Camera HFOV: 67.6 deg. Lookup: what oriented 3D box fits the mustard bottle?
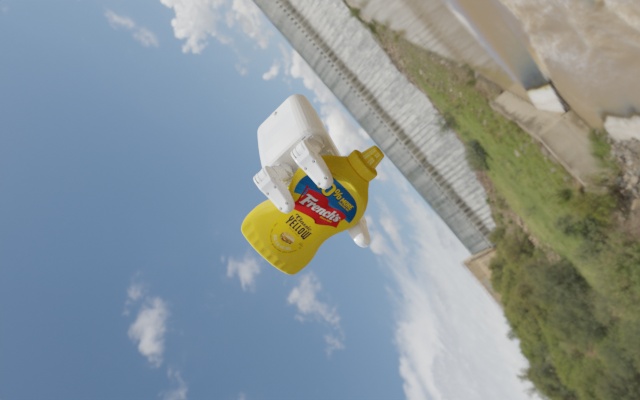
[{"bbox_3d":[0.000,0.002,0.581,0.192,0.096,0.058,-41,13,18],"label":"mustard bottle"}]
